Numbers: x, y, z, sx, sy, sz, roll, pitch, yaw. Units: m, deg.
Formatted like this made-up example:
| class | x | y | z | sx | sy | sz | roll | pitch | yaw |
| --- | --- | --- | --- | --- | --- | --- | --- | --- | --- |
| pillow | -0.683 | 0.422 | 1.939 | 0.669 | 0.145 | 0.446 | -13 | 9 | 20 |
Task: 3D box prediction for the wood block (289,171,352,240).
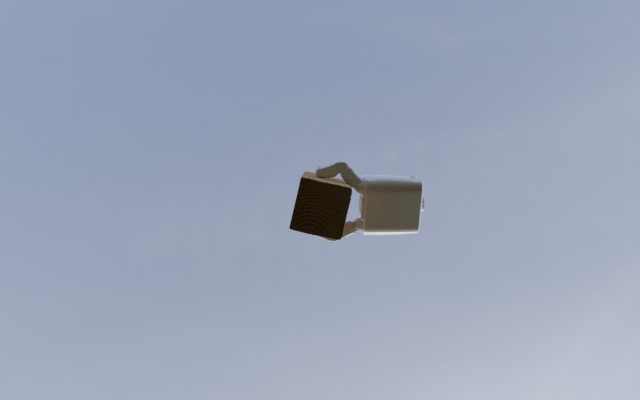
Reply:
| class | x | y | z | sx | sy | sz | roll | pitch | yaw |
| --- | --- | --- | --- | --- | --- | --- | --- | --- | --- |
| wood block | 0.000 | 0.003 | 0.877 | 0.090 | 0.091 | 0.206 | 12 | 6 | -1 |
